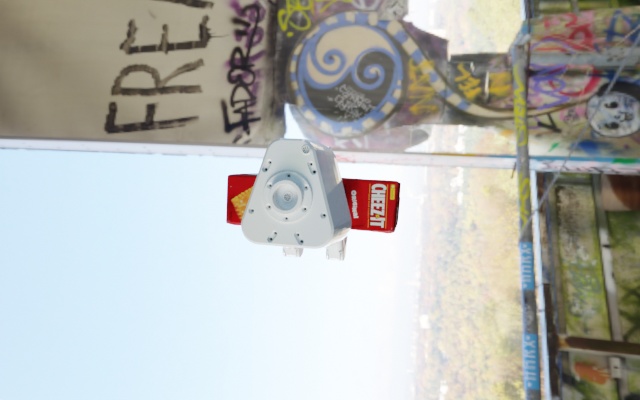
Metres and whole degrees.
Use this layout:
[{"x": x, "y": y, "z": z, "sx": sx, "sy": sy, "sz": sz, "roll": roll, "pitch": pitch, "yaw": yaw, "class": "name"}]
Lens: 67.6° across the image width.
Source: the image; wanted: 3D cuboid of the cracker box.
[{"x": 0.000, "y": 0.002, "z": 0.657, "sx": 0.213, "sy": 0.072, "sz": 0.164, "roll": 3, "pitch": 2, "yaw": 11, "class": "cracker box"}]
